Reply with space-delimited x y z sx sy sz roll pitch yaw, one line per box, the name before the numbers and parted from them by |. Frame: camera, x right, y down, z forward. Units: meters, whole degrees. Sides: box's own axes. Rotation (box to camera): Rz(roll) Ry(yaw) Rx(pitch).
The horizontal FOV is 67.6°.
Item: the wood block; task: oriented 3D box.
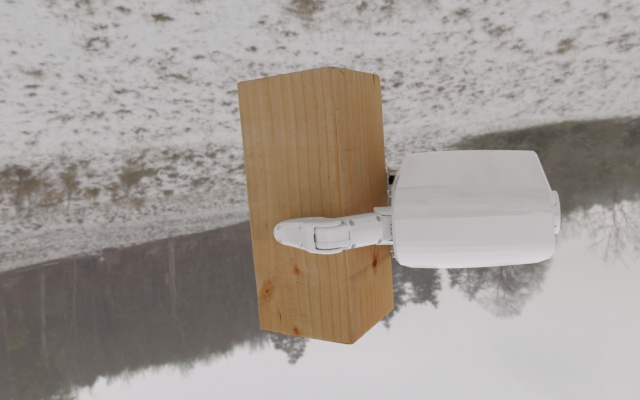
wood block | 0.000 0.001 0.404 0.090 0.206 0.091 0 8 31
